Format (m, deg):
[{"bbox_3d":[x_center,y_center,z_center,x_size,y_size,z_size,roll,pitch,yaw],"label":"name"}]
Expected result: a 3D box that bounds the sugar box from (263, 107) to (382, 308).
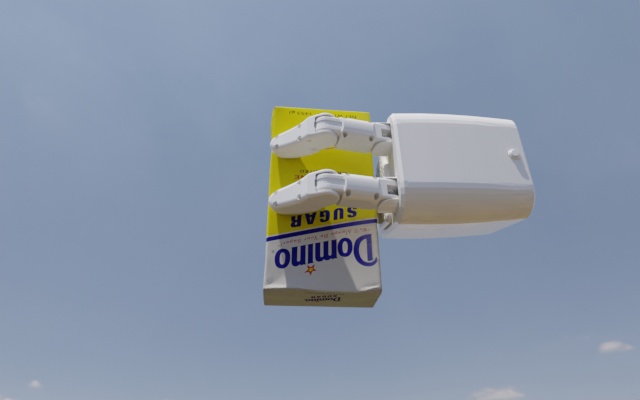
[{"bbox_3d":[0.000,0.001,0.413,0.093,0.176,0.048,2,-31,-5],"label":"sugar box"}]
